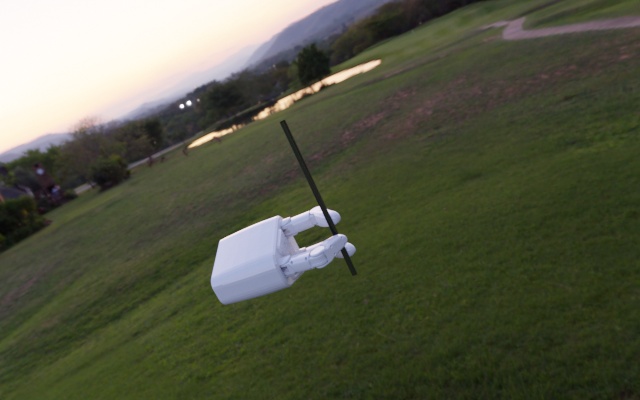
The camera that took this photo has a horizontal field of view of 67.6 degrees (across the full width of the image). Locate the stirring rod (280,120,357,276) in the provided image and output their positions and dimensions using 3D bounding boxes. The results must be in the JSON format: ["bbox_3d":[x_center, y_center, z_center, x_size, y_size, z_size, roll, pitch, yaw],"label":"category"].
[{"bbox_3d":[0.000,0.002,0.648,0.011,0.239,0.011,-23,18,8],"label":"stirring rod"}]
